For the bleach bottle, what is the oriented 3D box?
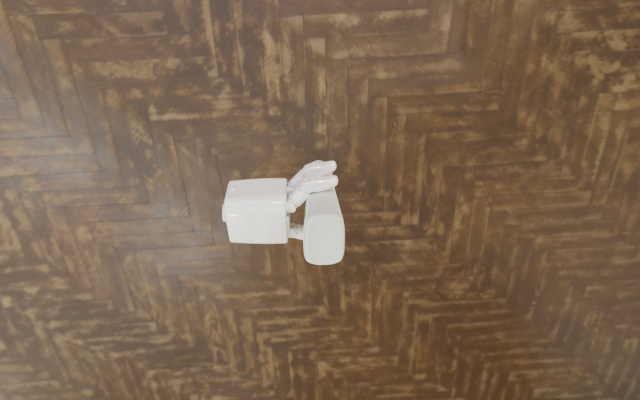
[{"bbox_3d":[0.000,0.003,0.875,0.068,0.103,0.250,-1,30,-3],"label":"bleach bottle"}]
